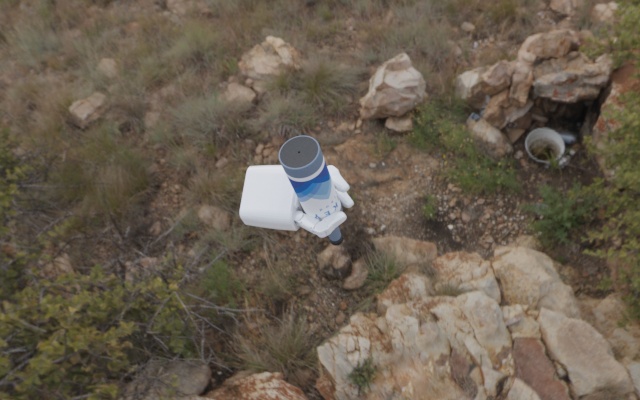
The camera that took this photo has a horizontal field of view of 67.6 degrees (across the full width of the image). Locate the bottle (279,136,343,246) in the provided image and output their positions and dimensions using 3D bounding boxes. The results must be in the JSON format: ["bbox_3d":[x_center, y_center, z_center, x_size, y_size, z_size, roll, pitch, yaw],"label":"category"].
[{"bbox_3d":[0.000,0.003,0.859,0.069,0.069,0.296,0,-32,16],"label":"bottle"}]
